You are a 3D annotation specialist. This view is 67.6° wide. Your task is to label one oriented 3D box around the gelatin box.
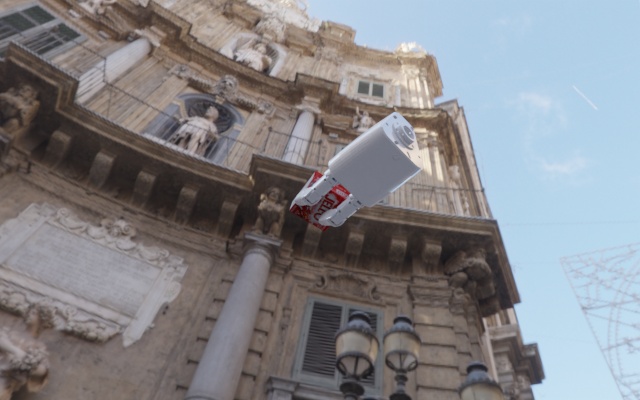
[{"bbox_3d":[0.000,0.003,0.801,0.073,0.030,0.089,31,-49,-10],"label":"gelatin box"}]
